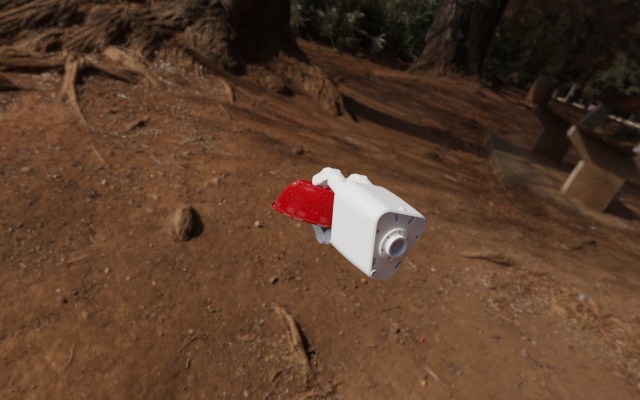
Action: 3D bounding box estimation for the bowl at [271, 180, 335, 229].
[{"bbox_3d":[-0.001,0.002,0.810,0.162,0.055,0.162,14,6,-2],"label":"bowl"}]
